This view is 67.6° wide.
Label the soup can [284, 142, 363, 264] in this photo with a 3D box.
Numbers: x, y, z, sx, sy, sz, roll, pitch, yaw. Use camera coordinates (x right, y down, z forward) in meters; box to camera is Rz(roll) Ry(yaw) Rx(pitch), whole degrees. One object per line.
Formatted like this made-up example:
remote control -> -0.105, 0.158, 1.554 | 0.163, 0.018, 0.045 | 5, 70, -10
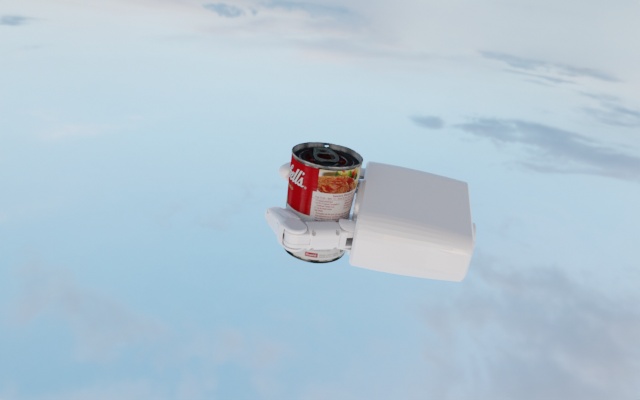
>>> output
soup can -> 0.000, 0.002, 0.469 | 0.068, 0.102, 0.068 | 7, 25, -3
